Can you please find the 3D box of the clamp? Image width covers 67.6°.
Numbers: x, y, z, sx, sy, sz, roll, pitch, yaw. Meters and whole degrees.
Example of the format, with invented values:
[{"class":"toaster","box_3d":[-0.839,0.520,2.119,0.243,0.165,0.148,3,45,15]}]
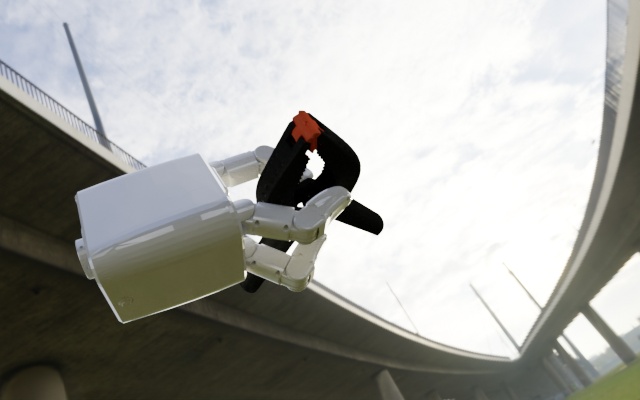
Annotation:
[{"class":"clamp","box_3d":[0.000,0.001,0.432,0.164,0.036,0.210,-20,-33,-20]}]
